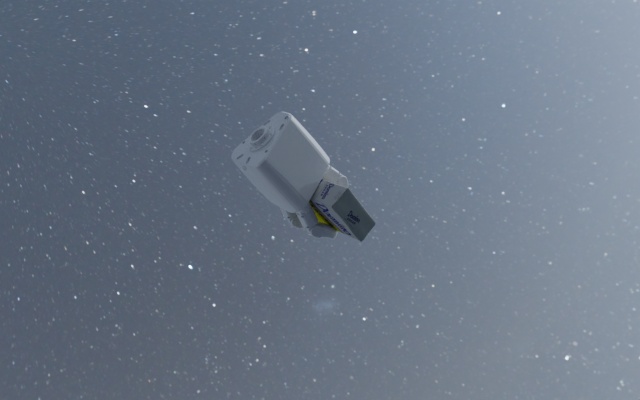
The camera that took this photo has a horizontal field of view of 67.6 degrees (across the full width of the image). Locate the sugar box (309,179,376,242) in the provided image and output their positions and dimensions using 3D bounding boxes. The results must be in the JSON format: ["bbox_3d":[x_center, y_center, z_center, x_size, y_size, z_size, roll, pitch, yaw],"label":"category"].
[{"bbox_3d":[0.000,0.003,0.783,0.176,0.048,0.093,25,-19,51],"label":"sugar box"}]
